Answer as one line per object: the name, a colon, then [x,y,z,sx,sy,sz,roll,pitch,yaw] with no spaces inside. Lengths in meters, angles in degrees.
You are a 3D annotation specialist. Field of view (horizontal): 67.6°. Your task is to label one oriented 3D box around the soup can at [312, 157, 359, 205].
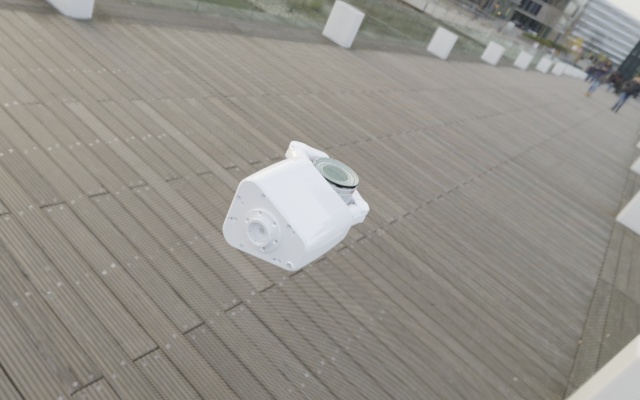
soup can: [0.001,0.002,0.634,0.068,0.102,0.068,20,29,-12]
